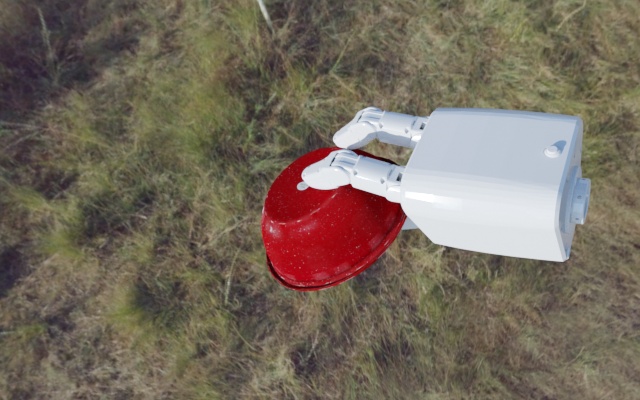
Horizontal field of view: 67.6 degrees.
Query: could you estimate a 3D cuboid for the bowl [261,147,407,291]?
[{"bbox_3d":[-0.001,0.001,0.448,0.162,0.162,0.055,0,-39,43],"label":"bowl"}]
